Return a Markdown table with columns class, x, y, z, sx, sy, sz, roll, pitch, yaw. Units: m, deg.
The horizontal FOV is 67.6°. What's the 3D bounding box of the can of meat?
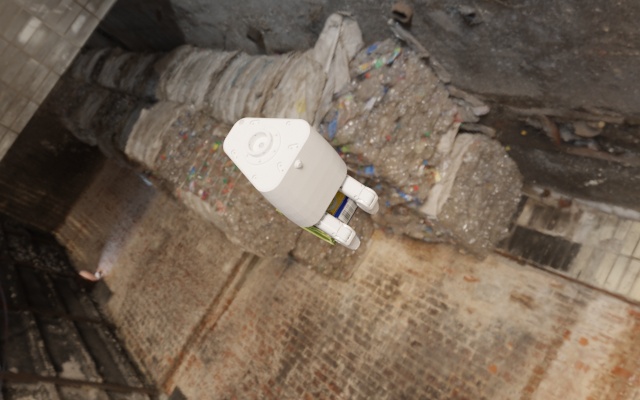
| class | x | y | z | sx | sy | sz | roll | pitch | yaw |
| --- | --- | --- | --- | --- | --- | --- | --- | --- | --- |
| can of meat | 0.000 | 0.002 | 0.661 | 0.102 | 0.084 | 0.057 | 27 | -9 | 30 |
